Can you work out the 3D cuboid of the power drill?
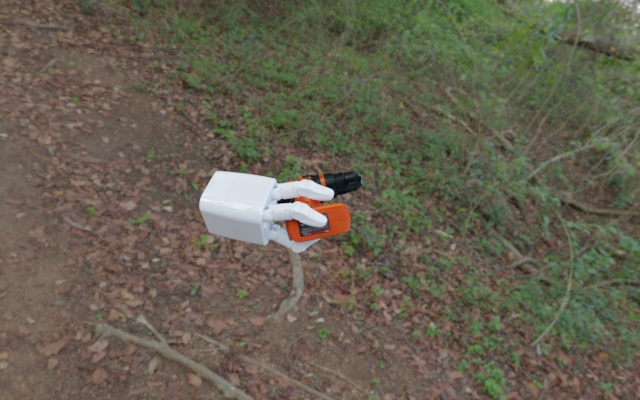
[{"bbox_3d":[0.000,0.003,0.862,0.184,0.057,0.187,-13,21,-3],"label":"power drill"}]
